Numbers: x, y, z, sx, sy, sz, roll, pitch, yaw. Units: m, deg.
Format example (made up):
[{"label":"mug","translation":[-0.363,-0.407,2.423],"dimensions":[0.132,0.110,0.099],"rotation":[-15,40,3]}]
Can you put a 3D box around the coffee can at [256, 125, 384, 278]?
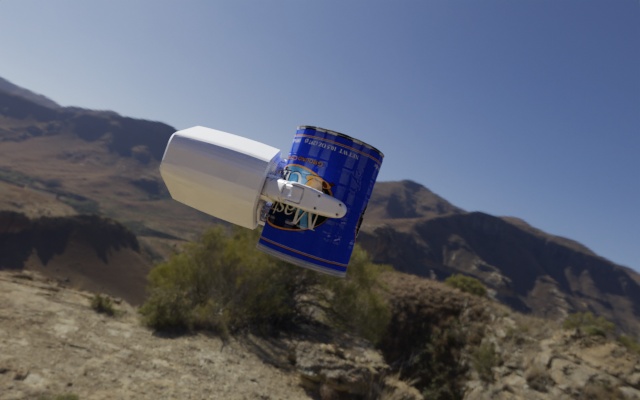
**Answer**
[{"label":"coffee can","translation":[0.000,0.002,0.525],"dimensions":[0.103,0.140,0.103],"rotation":[19,-3,1]}]
